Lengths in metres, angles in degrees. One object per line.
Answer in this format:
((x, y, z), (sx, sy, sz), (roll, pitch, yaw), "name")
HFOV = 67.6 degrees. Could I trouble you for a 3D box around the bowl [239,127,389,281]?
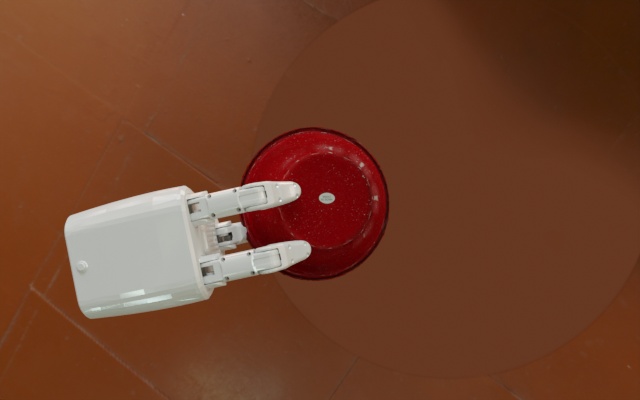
((0.001, 0.001, 0.476), (0.162, 0.162, 0.055), (0, -3, -11), "bowl")
